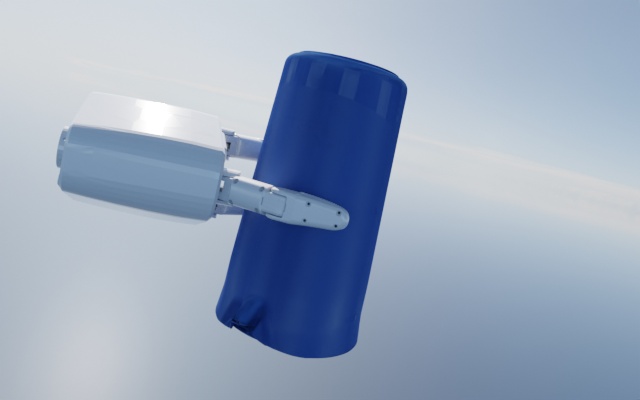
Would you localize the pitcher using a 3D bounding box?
[{"bbox_3d":[0.000,0.001,0.434,0.145,0.243,0.149,11,9,-19],"label":"pitcher"}]
